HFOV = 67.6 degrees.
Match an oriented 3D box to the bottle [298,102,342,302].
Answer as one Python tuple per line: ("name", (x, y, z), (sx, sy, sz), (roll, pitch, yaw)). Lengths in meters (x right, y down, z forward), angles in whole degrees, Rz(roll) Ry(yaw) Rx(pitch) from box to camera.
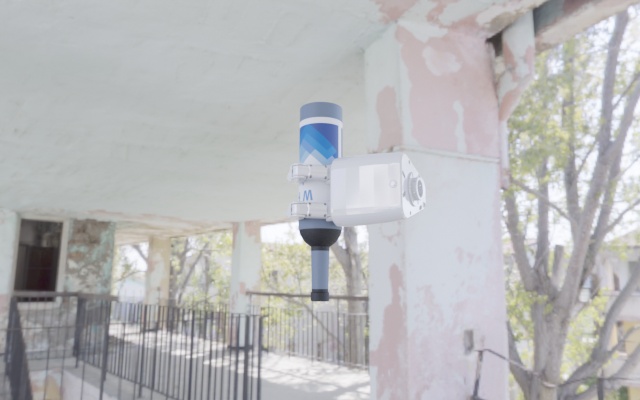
("bottle", (0.000, 0.002, 0.723), (0.069, 0.295, 0.069), (0, -9, 0))
